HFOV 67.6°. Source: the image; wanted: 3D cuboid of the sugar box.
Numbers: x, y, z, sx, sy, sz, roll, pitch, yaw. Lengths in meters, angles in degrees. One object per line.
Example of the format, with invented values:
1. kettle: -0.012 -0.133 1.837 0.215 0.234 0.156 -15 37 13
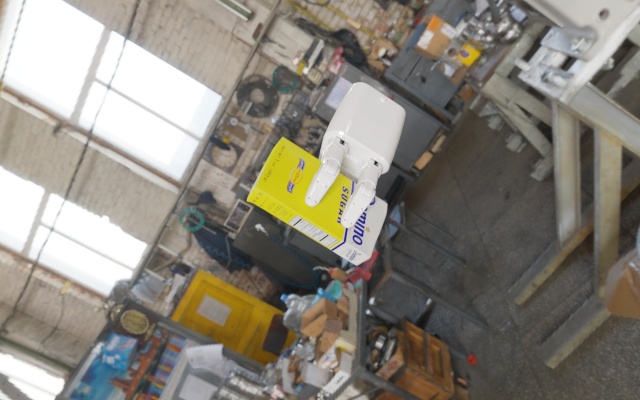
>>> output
1. sugar box: 0.000 0.002 0.635 0.176 0.093 0.048 30 -32 -10
